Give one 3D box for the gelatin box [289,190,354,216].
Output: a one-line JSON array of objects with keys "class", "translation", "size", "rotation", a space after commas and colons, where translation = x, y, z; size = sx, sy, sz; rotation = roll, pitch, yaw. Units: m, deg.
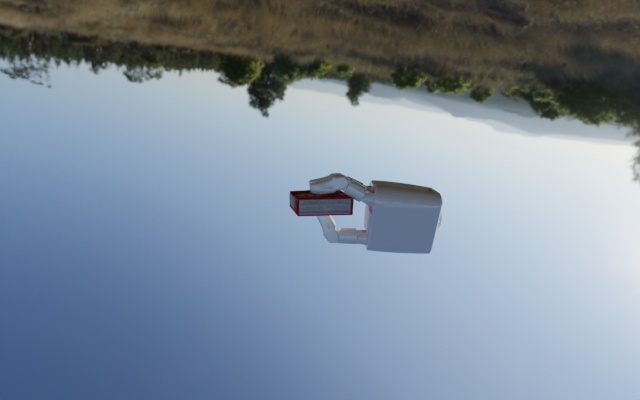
[{"class": "gelatin box", "translation": [0.000, 0.003, 0.751], "size": [0.089, 0.030, 0.073], "rotation": [-2, 12, -13]}]
